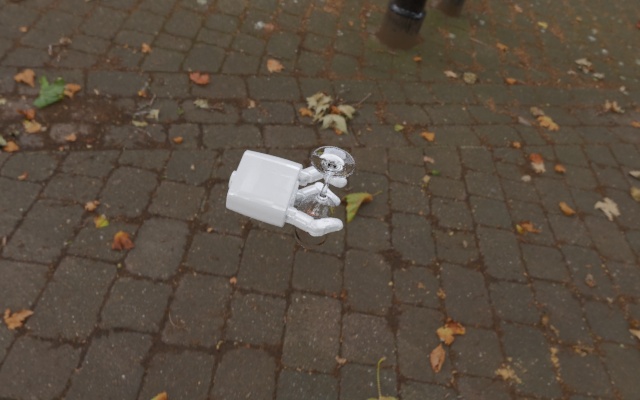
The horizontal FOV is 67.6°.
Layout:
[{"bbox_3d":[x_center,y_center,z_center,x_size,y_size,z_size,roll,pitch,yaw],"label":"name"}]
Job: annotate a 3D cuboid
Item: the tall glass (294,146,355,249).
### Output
[{"bbox_3d":[0.000,0.002,0.849,0.079,0.079,0.201,0,-42,-16],"label":"tall glass"}]
